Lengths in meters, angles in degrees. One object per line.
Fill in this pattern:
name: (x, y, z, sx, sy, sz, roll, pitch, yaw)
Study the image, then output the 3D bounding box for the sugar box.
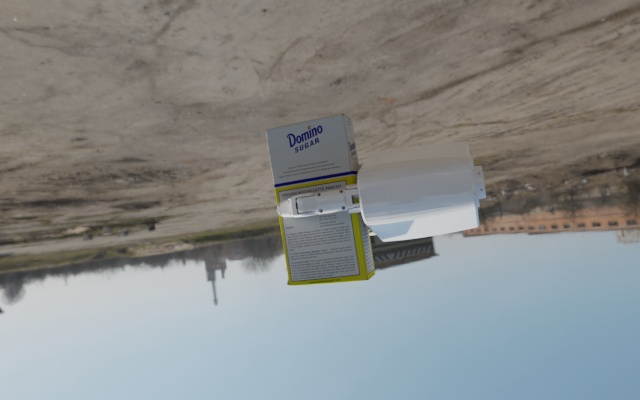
sugar box: (0.000, 0.002, 0.525, 0.093, 0.176, 0.048, -8, -3, 19)
